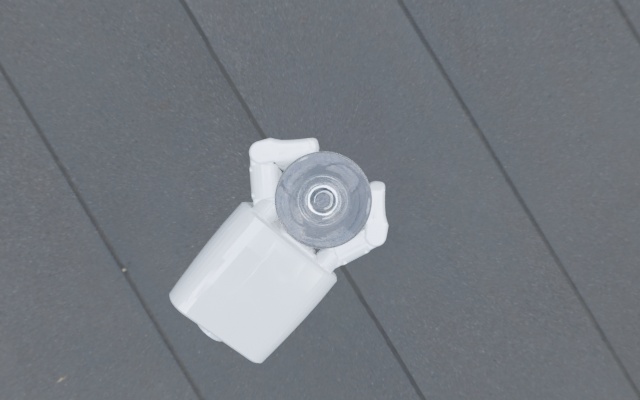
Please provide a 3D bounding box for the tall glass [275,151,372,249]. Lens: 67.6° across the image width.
[{"bbox_3d":[0.000,0.001,0.459,0.079,0.079,0.201,0,-1,-1],"label":"tall glass"}]
